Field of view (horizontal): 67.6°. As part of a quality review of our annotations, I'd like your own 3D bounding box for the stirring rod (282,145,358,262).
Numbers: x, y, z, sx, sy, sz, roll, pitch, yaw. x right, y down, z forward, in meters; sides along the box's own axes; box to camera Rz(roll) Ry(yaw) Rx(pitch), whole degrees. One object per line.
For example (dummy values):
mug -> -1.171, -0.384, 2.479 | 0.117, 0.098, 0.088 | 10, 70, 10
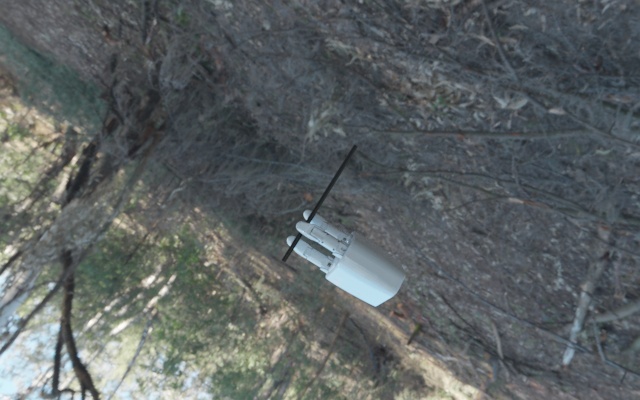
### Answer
stirring rod -> 0.000, 0.003, 0.829 | 0.011, 0.239, 0.011 | 31, -11, 7
